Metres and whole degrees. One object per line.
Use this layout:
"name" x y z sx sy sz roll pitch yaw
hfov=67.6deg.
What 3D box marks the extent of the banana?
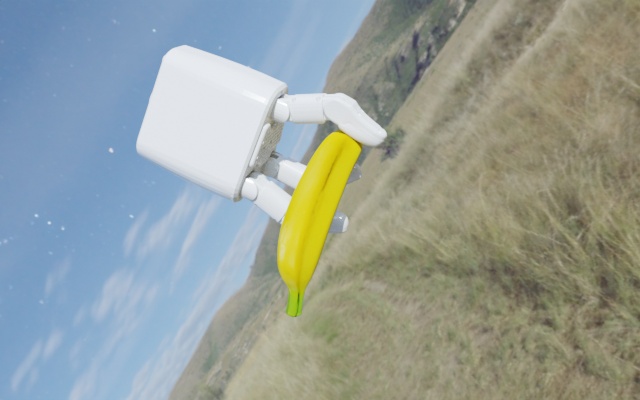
"banana" 0.001 -0.007 0.396 0.037 0.197 0.070 19 -37 5
